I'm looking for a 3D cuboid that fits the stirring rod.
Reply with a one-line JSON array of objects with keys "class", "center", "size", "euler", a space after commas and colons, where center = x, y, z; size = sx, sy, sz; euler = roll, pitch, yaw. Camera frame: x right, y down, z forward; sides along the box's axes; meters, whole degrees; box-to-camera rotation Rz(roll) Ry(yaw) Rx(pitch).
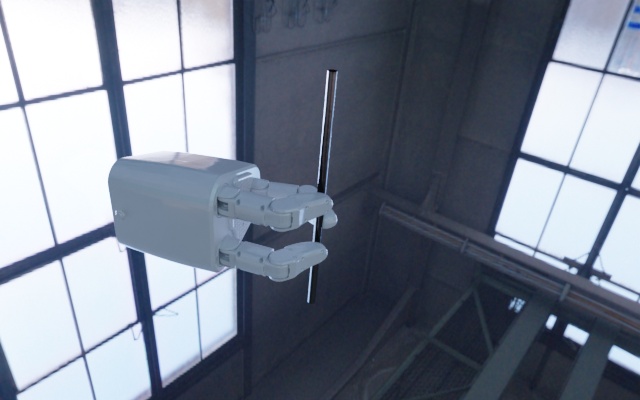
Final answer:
[{"class": "stirring rod", "center": [0.000, 0.001, 0.436], "size": [0.011, 0.240, 0.011], "euler": [4, 30, -2]}]
